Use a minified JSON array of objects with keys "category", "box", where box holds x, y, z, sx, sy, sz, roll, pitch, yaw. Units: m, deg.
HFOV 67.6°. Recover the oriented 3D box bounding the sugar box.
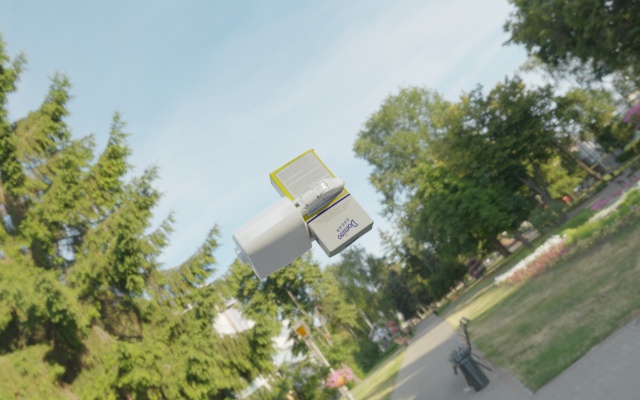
[{"category":"sugar box","box":[0.000,0.003,0.813,0.093,0.176,0.048,-33,-18,-14]}]
